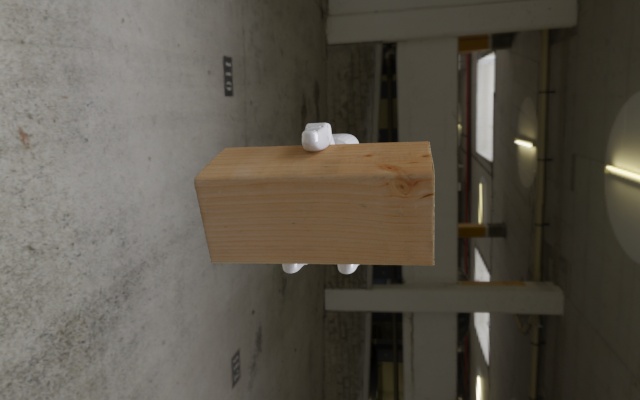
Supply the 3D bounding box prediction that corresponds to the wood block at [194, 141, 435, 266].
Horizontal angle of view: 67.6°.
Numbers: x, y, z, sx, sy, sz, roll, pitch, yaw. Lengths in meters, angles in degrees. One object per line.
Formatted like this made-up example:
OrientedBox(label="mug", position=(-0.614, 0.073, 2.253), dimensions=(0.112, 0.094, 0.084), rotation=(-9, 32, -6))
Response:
OrientedBox(label="wood block", position=(0.000, 0.001, 0.454), dimensions=(0.206, 0.091, 0.090), rotation=(-1, 25, 10))
